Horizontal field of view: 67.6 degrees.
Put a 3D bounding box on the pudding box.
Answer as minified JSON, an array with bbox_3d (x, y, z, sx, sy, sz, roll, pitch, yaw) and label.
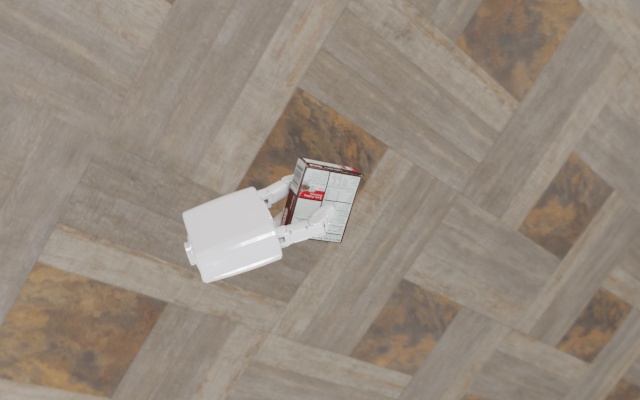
[{"bbox_3d":[0.000,0.002,0.687,0.090,0.113,0.039,9,20,-24],"label":"pudding box"}]
